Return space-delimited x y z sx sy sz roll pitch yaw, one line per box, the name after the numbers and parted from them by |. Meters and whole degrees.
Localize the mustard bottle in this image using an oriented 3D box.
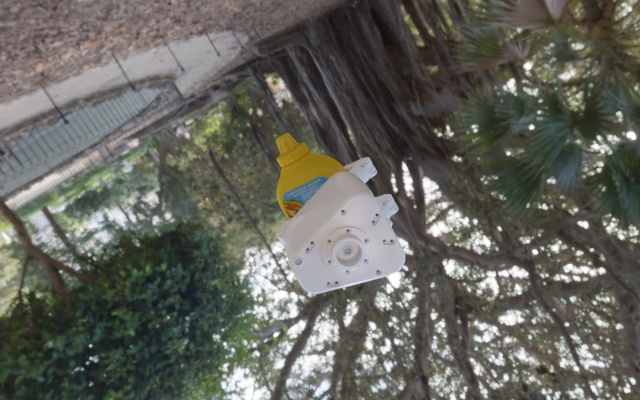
0.000 0.002 0.603 0.096 0.192 0.058 -24 15 25 | mustard bottle
